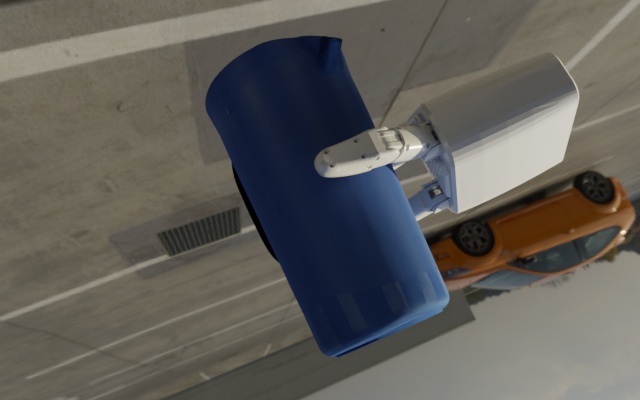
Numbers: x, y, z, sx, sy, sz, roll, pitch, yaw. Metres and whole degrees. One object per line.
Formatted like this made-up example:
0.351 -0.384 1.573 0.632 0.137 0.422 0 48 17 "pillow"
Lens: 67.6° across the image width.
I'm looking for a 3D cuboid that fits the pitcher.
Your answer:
0.000 0.001 0.407 0.145 0.242 0.149 -24 -17 1 "pitcher"
